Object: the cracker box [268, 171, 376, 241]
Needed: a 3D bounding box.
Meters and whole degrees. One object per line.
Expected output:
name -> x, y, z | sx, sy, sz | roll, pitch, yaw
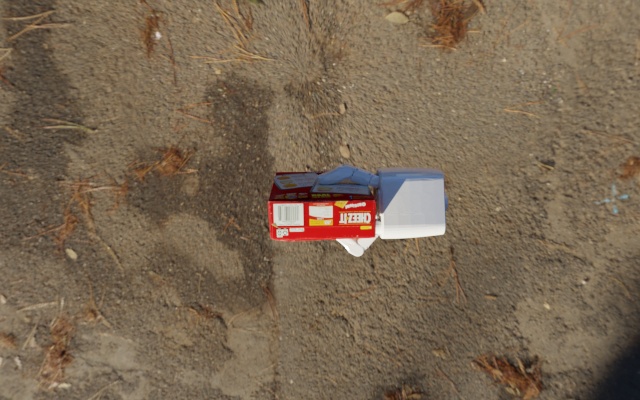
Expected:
cracker box -> 0.000, 0.003, 0.818 | 0.164, 0.072, 0.213 | -1, 15, -2
